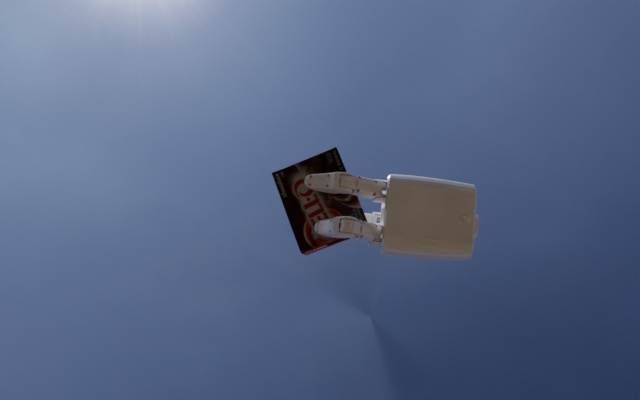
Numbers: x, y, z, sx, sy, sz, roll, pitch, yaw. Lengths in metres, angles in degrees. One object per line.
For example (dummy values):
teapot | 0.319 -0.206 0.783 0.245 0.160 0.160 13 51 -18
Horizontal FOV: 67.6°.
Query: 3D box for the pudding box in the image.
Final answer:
pudding box | 0.000 0.002 0.604 0.090 0.113 0.039 -22 -15 1
